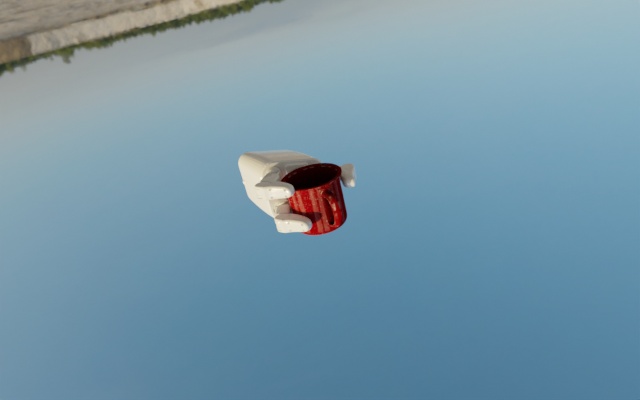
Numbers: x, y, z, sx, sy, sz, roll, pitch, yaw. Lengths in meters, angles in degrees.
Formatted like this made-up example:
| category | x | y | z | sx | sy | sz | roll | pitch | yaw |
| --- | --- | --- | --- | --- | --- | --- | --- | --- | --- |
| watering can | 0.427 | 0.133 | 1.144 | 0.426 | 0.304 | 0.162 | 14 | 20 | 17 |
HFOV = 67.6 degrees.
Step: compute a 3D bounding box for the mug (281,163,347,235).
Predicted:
| category | x | y | z | sx | sy | sz | roll | pitch | yaw |
| --- | --- | --- | --- | --- | --- | --- | --- | --- | --- |
| mug | 0.001 | 0.003 | 0.711 | 0.093 | 0.081 | 0.117 | -25 | 28 | -22 |
